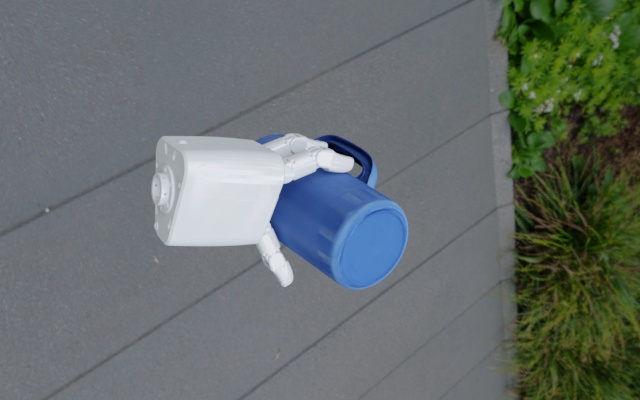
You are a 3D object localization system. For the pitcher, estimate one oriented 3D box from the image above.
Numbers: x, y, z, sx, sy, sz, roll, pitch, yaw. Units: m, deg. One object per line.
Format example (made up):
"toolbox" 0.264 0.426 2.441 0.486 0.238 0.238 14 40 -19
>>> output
"pitcher" 0.000 0.002 0.603 0.145 0.149 0.242 3 19 -37
